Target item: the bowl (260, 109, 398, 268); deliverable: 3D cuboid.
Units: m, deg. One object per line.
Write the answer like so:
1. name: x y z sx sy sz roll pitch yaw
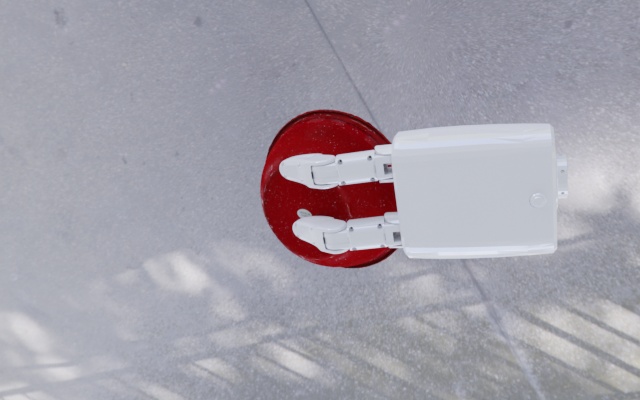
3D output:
1. bowl: -0.001 0.002 0.440 0.162 0.162 0.055 0 21 32
